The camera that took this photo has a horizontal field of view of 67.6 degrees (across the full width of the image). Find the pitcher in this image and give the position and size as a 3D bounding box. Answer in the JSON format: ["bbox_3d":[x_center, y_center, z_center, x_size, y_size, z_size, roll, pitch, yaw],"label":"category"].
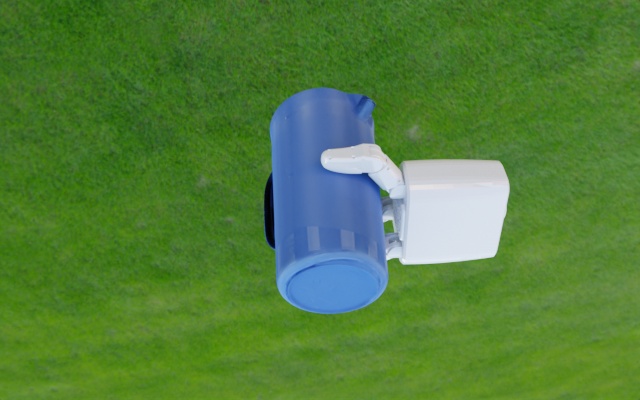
[{"bbox_3d":[0.000,0.002,0.540,0.145,0.242,0.149,-2,-42,-1],"label":"pitcher"}]
